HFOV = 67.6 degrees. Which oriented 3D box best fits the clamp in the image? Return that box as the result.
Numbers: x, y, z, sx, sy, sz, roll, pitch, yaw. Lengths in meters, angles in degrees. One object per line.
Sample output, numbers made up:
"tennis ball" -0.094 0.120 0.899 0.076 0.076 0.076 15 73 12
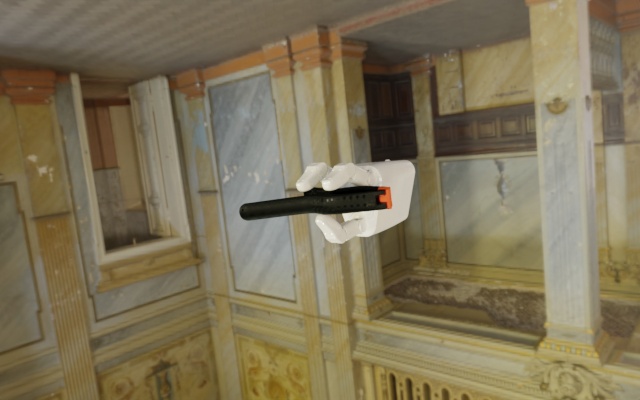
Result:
"clamp" 0.001 0.003 0.675 0.210 0.036 0.164 0 12 43
